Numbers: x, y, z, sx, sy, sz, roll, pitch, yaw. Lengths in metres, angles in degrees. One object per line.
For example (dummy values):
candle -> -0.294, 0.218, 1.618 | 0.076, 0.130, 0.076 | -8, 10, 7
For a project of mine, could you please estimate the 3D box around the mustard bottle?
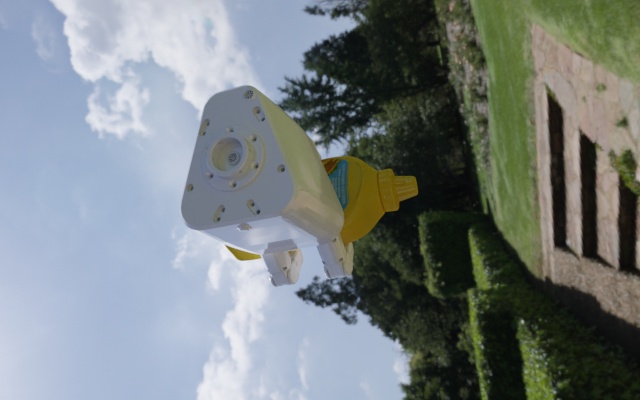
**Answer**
mustard bottle -> 0.000, 0.002, 0.478 | 0.191, 0.096, 0.058 | -11, -42, 16
